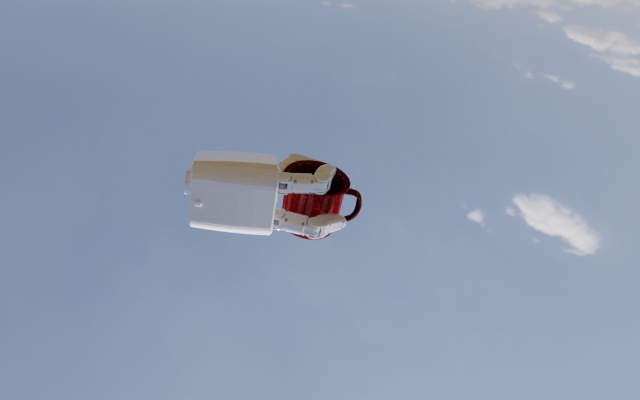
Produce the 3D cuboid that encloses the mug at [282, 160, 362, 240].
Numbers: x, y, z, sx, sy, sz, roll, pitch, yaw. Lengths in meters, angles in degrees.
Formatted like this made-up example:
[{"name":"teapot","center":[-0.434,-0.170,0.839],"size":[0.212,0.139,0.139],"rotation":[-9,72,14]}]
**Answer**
[{"name":"mug","center":[0.001,0.003,0.676],"size":[0.117,0.081,0.093],"rotation":[7,33,-9]}]
